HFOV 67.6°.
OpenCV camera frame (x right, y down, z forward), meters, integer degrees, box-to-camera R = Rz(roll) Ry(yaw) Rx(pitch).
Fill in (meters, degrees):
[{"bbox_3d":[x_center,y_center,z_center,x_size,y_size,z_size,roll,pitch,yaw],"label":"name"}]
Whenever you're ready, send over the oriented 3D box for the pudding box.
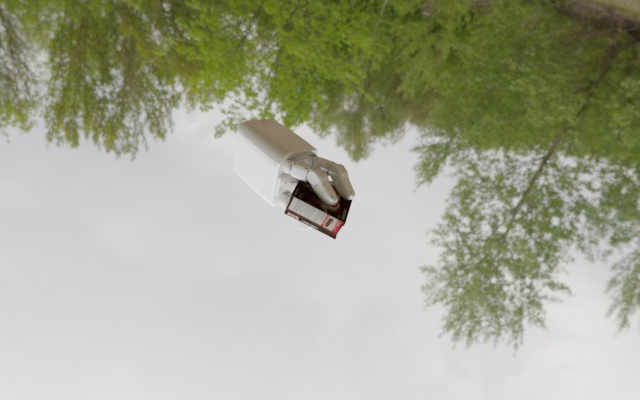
[{"bbox_3d":[0.000,0.003,0.738,0.090,0.039,0.113,27,29,-2],"label":"pudding box"}]
